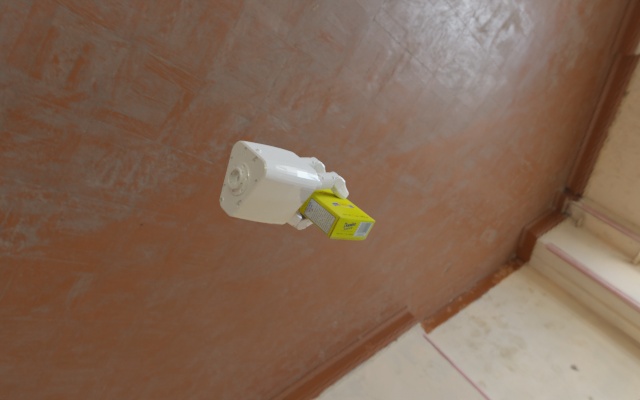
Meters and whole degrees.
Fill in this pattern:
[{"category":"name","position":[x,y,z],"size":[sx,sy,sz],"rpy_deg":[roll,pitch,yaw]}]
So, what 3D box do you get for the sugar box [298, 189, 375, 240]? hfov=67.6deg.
[{"category":"sugar box","position":[0.000,0.002,0.811],"size":[0.093,0.048,0.176],"rpy_deg":[9,26,-47]}]
